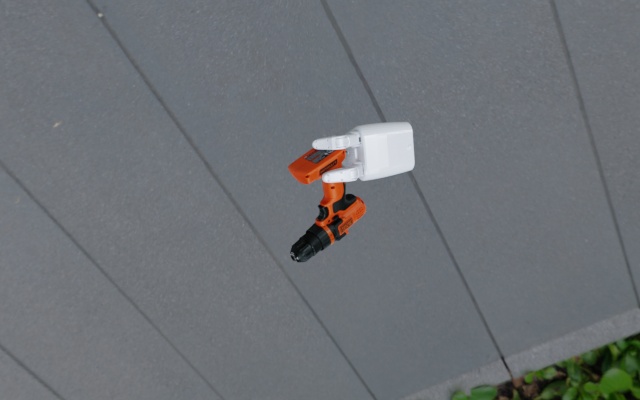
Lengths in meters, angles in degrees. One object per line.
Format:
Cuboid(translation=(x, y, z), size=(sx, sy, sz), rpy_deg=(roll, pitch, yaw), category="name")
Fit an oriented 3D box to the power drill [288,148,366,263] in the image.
Cuboid(translation=(0.000, 0.002, 0.868), size=(0.057, 0.188, 0.184), rpy_deg=(26, 53, 39), category="power drill")
